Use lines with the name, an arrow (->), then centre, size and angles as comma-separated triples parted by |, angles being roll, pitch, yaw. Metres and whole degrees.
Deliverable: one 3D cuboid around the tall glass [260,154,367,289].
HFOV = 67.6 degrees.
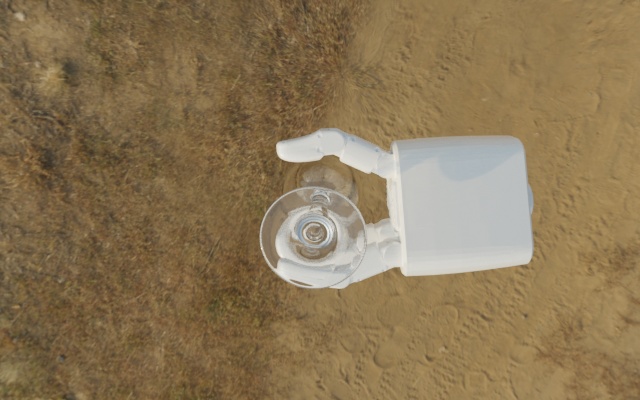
tall glass -> 0.000, 0.002, 0.422 | 0.079, 0.079, 0.201 | 0, 15, 3
